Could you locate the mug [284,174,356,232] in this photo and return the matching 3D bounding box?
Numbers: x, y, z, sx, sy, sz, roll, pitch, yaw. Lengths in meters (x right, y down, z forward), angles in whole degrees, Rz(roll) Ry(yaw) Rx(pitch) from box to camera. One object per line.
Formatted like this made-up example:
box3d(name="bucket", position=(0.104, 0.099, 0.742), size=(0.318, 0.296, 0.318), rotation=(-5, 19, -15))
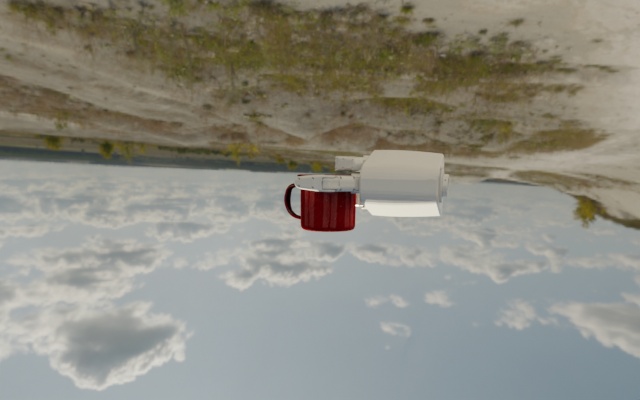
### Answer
box3d(name="mug", position=(-0.001, 0.003, 0.711), size=(0.117, 0.081, 0.093), rotation=(1, 3, 18))
